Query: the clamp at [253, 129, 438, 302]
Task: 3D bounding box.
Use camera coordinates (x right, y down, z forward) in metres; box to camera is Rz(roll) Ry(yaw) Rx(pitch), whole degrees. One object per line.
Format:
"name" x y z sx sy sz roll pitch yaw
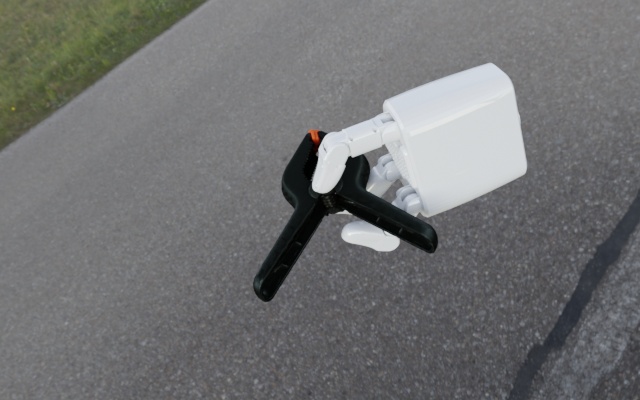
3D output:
"clamp" 0.000 0.001 0.474 0.164 0.036 0.209 -21 42 0
